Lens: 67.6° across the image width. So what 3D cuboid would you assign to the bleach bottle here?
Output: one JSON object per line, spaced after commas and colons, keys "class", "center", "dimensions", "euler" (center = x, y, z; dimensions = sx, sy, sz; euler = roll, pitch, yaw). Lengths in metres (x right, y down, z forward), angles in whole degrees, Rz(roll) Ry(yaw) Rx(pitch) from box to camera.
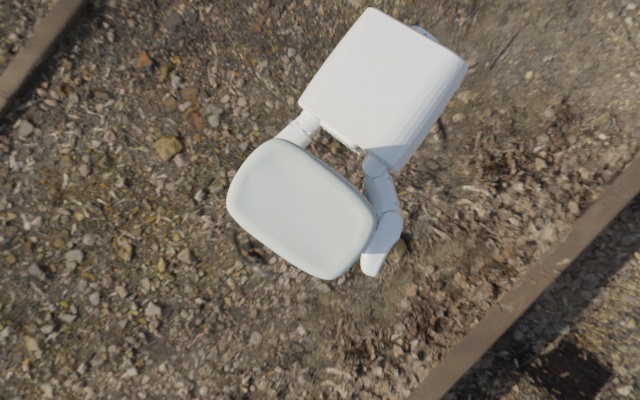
{"class": "bleach bottle", "center": [0.000, 0.002, 0.433], "dimensions": [0.102, 0.068, 0.251], "euler": [37, 6, 3]}
